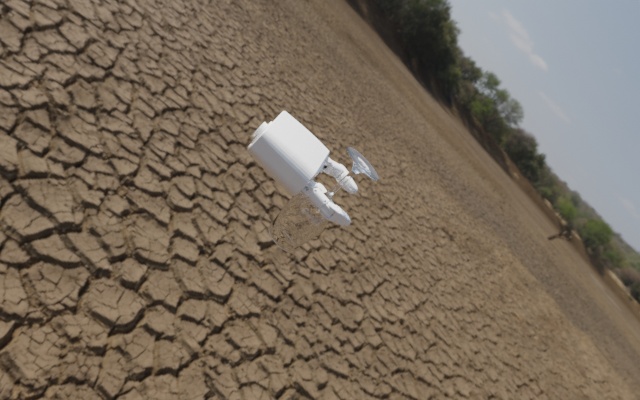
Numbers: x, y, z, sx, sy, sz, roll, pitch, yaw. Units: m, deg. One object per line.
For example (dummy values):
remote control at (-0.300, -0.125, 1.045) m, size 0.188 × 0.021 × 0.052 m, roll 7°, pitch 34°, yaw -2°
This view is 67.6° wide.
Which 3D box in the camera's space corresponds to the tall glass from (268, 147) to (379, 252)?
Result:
tall glass at (0.001, 0.002, 0.811) m, size 0.201 × 0.079 × 0.079 m, roll -43°, pitch -16°, yaw 18°
